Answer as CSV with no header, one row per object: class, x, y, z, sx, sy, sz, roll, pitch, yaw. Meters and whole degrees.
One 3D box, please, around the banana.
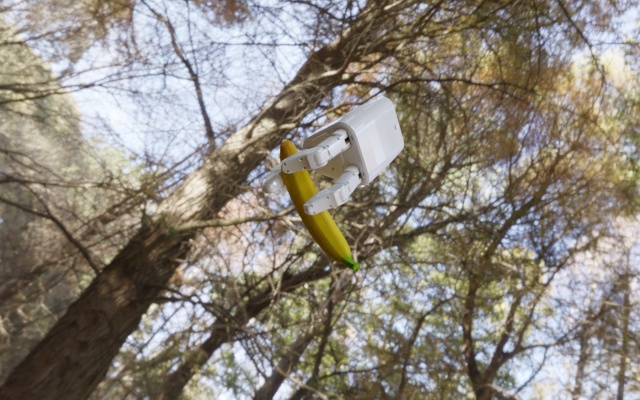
banana,-0.007,0.010,0.660,0.037,0.198,0.070,-33,2,-31
